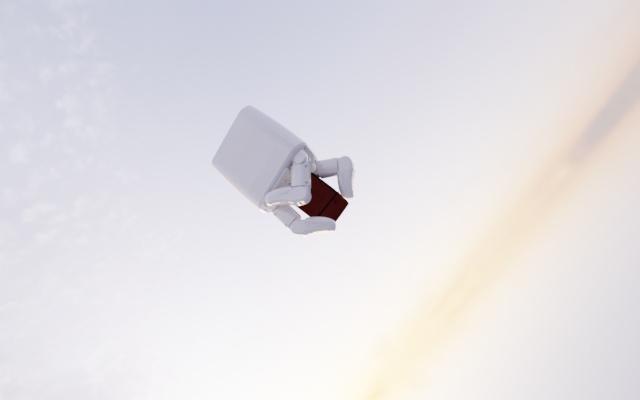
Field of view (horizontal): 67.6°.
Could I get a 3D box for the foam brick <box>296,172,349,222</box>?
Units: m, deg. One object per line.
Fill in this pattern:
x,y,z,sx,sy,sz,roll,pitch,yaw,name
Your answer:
0.000,0.002,0.690,0.051,0.053,0.078,37,-2,20,foam brick
